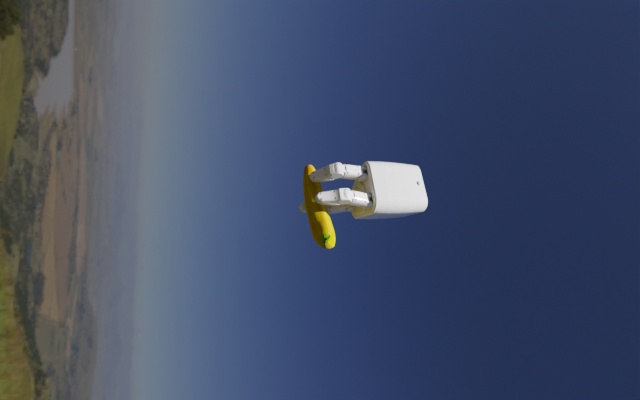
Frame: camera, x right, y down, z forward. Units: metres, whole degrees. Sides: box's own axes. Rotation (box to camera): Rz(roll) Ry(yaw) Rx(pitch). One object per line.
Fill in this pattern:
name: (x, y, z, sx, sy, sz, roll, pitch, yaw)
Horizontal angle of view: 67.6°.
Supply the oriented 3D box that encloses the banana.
banana: (-0.002, 0.019, 0.829, 0.037, 0.070, 0.197, -2, 40, -14)
